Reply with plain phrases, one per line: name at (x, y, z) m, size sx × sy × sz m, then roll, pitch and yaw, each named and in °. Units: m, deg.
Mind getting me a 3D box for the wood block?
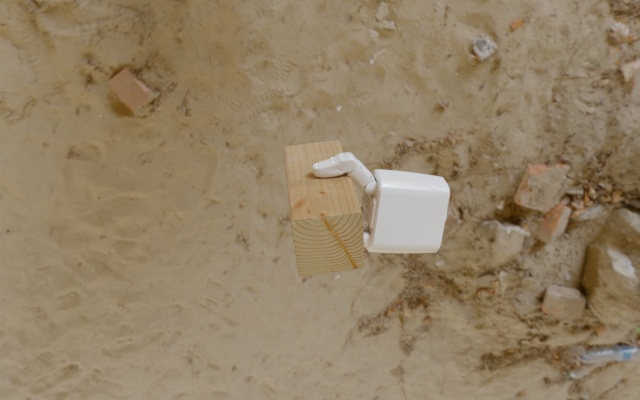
wood block at (0.000, 0.002, 0.683) m, size 0.090 × 0.091 × 0.206 m, roll -7°, pitch 33°, yaw -3°
